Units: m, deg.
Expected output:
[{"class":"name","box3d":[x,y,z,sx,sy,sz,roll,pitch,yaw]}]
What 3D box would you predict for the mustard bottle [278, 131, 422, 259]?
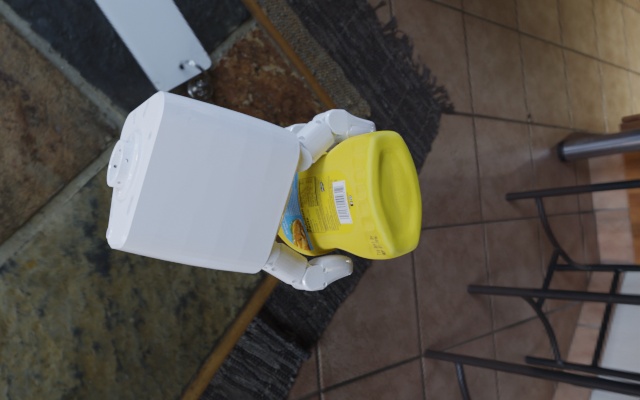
[{"class":"mustard bottle","box3d":[0.000,0.001,0.429,0.058,0.096,0.191,-14,4,-37]}]
